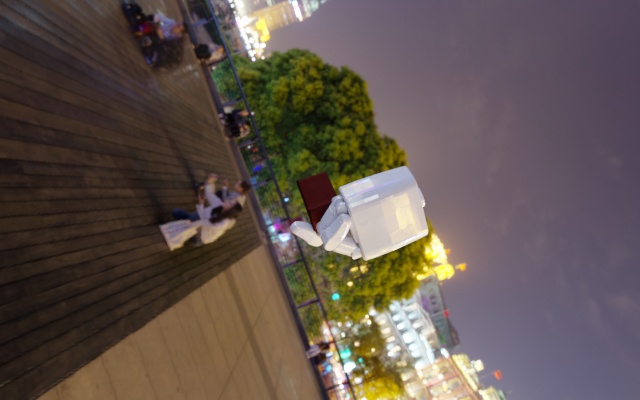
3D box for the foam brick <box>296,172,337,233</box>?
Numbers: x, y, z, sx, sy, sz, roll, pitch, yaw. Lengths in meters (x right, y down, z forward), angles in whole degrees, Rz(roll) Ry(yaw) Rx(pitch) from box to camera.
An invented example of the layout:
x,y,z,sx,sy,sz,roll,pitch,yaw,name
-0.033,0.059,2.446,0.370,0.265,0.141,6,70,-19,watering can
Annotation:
x,y,z,sx,sy,sz,roll,pitch,yaw,name
0.000,0.002,0.752,0.051,0.053,0.078,-20,43,-2,foam brick
